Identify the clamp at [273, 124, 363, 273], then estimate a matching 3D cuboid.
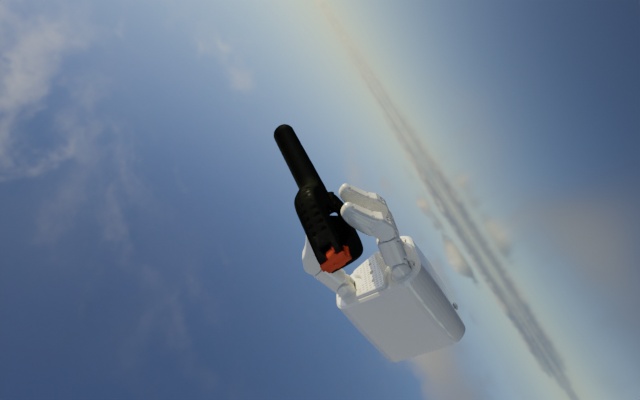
[{"bbox_3d":[0.000,0.003,0.520,0.036,0.164,0.210,-37,18,14],"label":"clamp"}]
